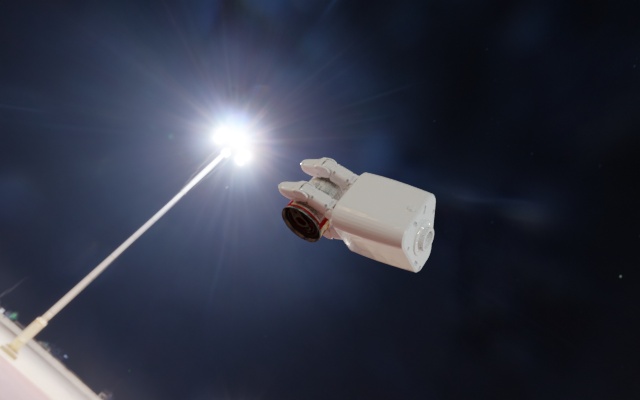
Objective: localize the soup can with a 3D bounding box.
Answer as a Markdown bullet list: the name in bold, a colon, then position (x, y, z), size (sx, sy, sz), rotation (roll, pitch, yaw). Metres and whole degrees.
- **soup can**: position (0.000, 0.002, 0.705), size (0.068, 0.068, 0.102), rotation (0, 40, 48)
